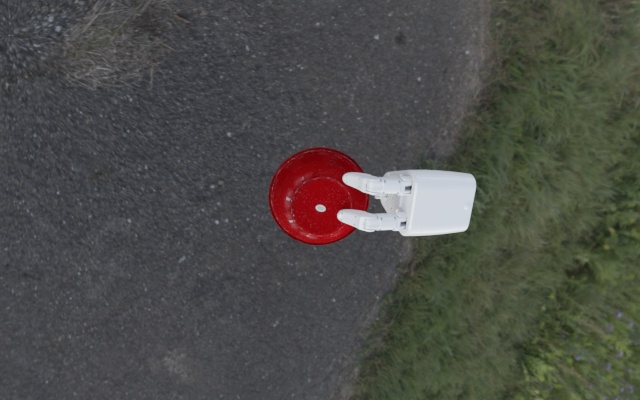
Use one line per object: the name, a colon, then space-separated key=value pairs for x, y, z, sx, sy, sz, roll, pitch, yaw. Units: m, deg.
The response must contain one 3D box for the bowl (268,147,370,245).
bowl: x=-0.001 y=0.003 z=0.730 sx=0.162 sy=0.162 sz=0.055 roll=0 pitch=16 yaw=-4
